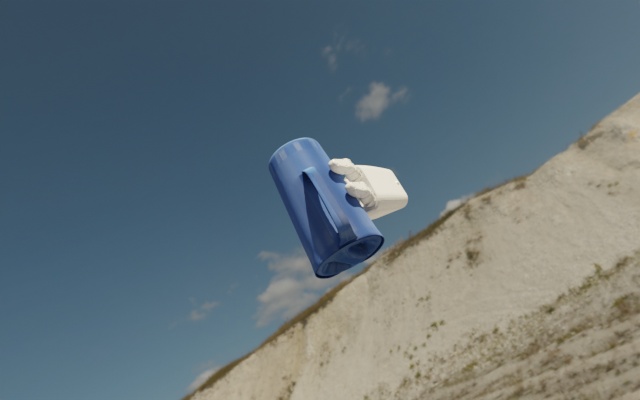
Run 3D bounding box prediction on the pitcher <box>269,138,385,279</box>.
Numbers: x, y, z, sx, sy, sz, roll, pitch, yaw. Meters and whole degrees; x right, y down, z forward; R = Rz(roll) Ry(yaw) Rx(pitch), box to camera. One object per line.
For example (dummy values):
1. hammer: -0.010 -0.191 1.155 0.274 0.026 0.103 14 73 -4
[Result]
1. pitcher: 0.000 0.003 0.850 0.145 0.242 0.149 -1 -37 -46
